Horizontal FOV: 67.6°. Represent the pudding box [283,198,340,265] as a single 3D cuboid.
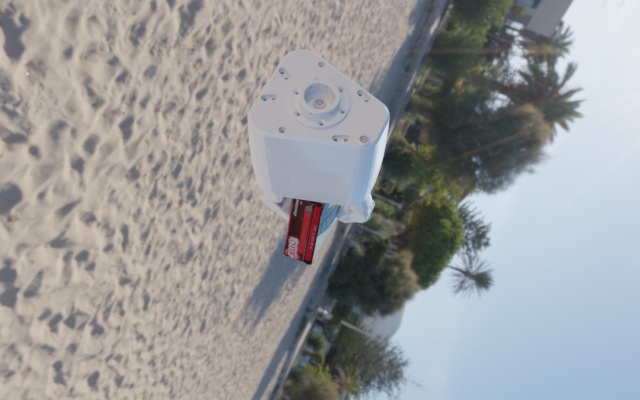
[{"bbox_3d":[0.000,0.002,0.530,0.039,0.090,0.113,22,40,11],"label":"pudding box"}]
